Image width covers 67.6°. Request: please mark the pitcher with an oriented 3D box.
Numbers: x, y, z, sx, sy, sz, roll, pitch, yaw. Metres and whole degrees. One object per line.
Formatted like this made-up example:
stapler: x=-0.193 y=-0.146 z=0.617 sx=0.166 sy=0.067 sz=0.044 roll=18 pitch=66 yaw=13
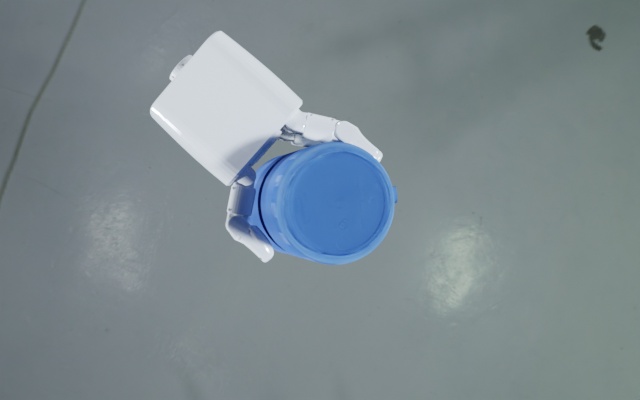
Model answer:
pitcher: x=0.000 y=0.002 z=0.526 sx=0.145 sy=0.149 sz=0.243 roll=41 pitch=-9 yaw=-10
